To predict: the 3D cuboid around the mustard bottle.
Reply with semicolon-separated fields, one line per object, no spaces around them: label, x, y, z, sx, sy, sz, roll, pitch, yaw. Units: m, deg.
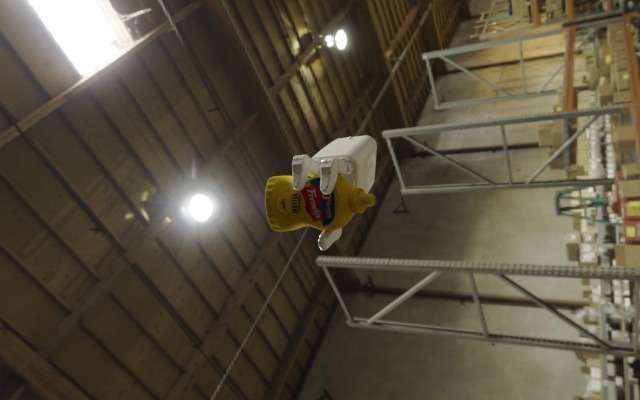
mustard bottle;0.000;0.003;0.794;0.191;0.096;0.058;-2;1;30
